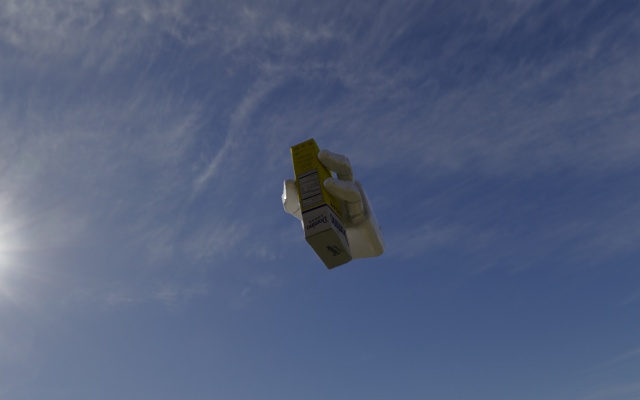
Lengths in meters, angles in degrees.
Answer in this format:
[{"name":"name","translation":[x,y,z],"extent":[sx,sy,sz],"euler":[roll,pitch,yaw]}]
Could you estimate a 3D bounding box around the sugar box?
[{"name":"sugar box","translation":[0.001,0.002,0.701],"extent":[0.048,0.176,0.093],"euler":[-22,-40,9]}]
